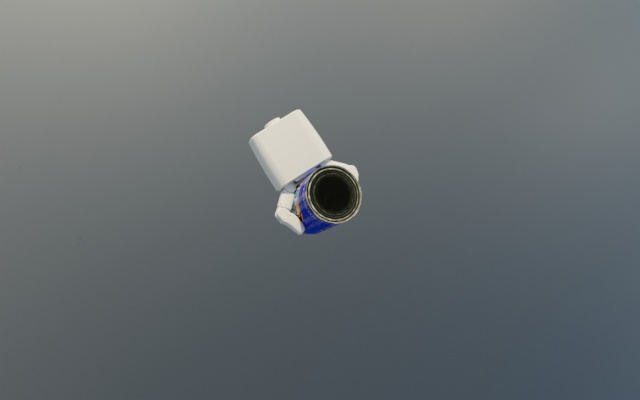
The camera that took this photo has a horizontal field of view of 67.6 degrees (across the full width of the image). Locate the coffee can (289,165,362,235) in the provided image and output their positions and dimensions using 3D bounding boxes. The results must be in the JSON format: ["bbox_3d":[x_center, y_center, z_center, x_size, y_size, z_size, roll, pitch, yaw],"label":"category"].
[{"bbox_3d":[0.000,0.003,0.867,0.103,0.102,0.140,0,-12,-20],"label":"coffee can"}]
